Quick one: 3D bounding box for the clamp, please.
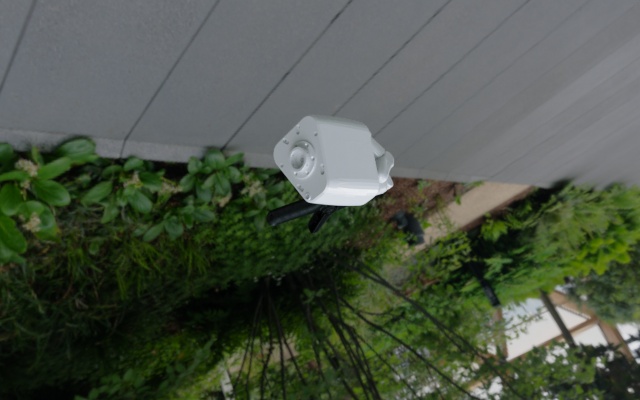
[{"bbox_3d":[0.001,0.003,0.744,0.120,0.039,0.171,1,-34,-48],"label":"clamp"}]
